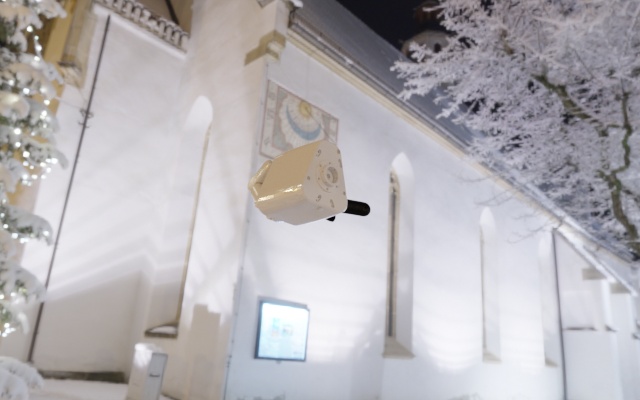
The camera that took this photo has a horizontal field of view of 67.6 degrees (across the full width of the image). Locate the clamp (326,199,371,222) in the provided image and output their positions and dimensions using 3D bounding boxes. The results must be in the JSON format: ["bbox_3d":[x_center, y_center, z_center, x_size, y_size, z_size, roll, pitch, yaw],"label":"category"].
[{"bbox_3d":[0.000,0.002,0.834,0.171,0.039,0.120,19,-23,-39],"label":"clamp"}]
